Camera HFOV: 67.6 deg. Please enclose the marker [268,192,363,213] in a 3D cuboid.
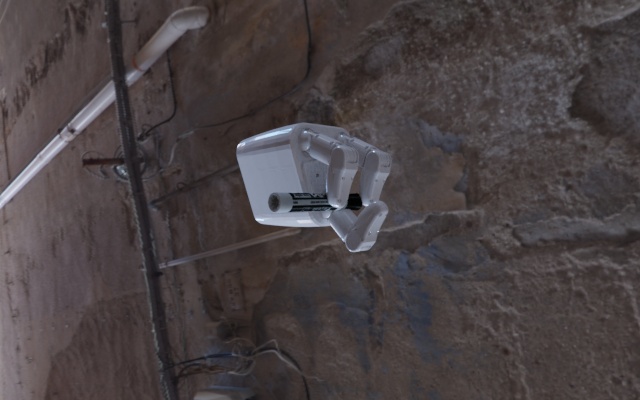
[{"bbox_3d":[0.000,0.002,0.477,0.020,0.020,0.121,0,0,45],"label":"marker"}]
